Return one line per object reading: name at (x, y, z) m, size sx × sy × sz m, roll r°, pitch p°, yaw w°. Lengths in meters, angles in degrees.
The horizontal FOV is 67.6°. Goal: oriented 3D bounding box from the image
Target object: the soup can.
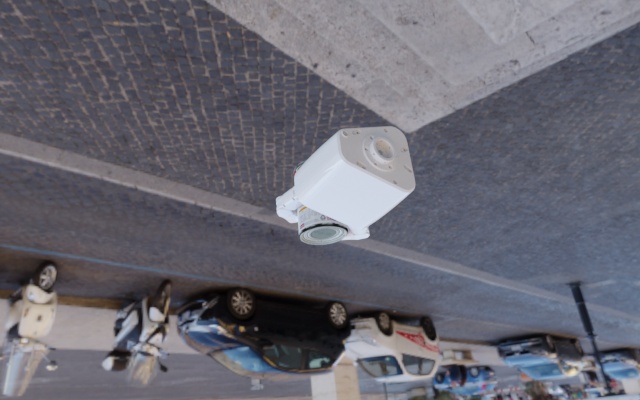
soup can at (0.000, 0.003, 0.659) m, size 0.068 × 0.102 × 0.068 m, roll -5°, pitch -26°, yaw -2°
